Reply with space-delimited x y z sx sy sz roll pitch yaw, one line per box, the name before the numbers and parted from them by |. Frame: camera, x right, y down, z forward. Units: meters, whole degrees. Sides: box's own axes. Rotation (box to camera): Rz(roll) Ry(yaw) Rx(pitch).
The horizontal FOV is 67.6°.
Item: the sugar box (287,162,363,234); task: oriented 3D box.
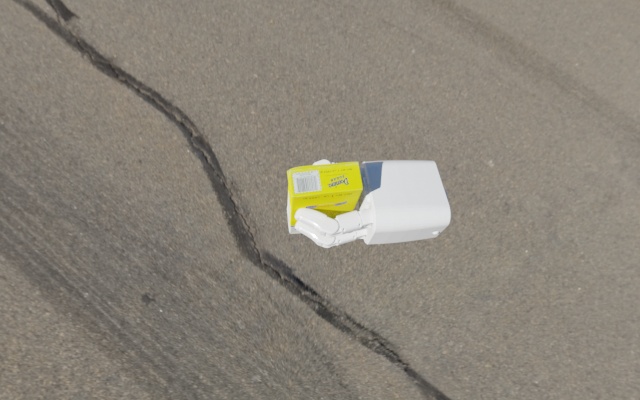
sugar box | 0.000 0.003 0.676 0.093 0.048 0.176 -6 -21 -6
